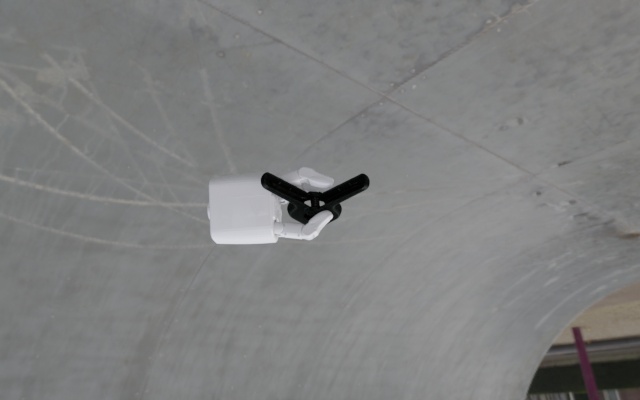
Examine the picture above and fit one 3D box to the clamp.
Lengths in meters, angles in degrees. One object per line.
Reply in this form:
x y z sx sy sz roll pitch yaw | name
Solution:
0.000 0.004 0.801 0.164 0.036 0.210 -1 -22 6 | clamp
